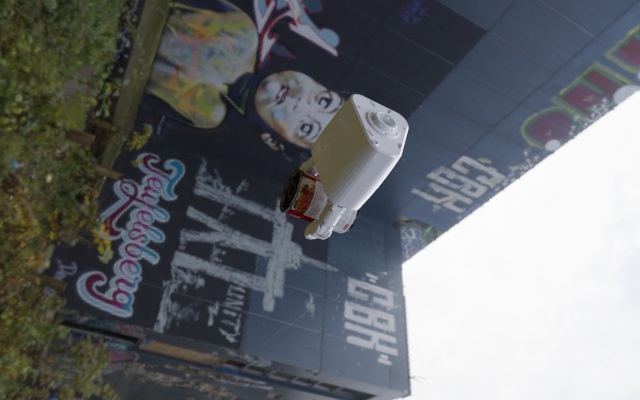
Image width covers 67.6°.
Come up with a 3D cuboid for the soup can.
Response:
[{"bbox_3d":[0.000,0.003,0.705,0.102,0.068,0.068,21,-8,-20],"label":"soup can"}]
